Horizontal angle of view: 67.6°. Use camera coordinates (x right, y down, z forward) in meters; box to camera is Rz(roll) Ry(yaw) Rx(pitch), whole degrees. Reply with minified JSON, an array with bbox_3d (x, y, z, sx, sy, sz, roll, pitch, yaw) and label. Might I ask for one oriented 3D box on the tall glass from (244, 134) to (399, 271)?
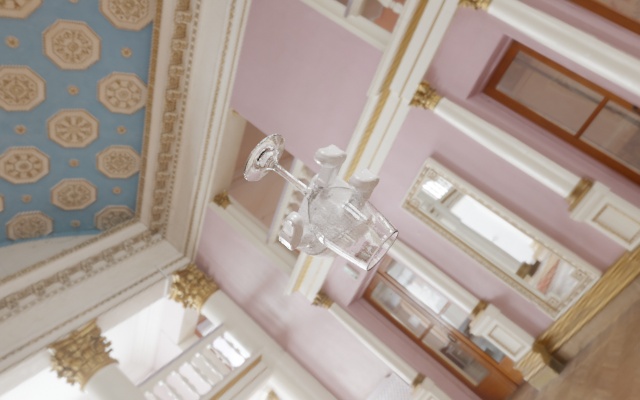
[{"bbox_3d":[-0.001,0.002,0.599,0.201,0.079,0.079,38,14,19],"label":"tall glass"}]
